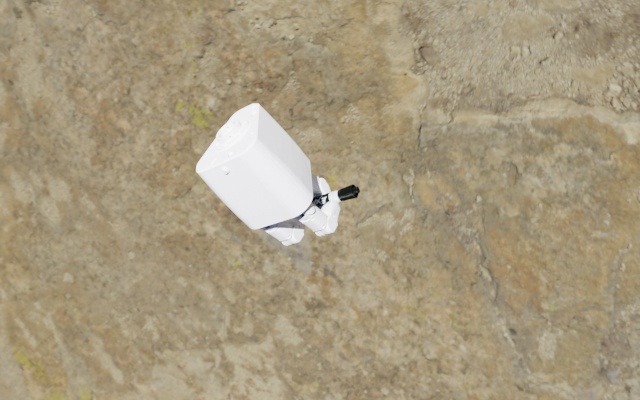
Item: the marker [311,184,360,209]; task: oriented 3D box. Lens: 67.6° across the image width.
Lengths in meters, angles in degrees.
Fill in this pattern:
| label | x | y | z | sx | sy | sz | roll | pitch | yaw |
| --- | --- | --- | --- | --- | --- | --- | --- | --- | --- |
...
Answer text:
| label | x | y | z | sx | sy | sz | roll | pitch | yaw |
| --- | --- | --- | --- | --- | --- | --- | --- | --- | --- |
| marker | 0.000 | 0.002 | 0.655 | 0.121 | 0.020 | 0.020 | -18 | -10 | 31 |
